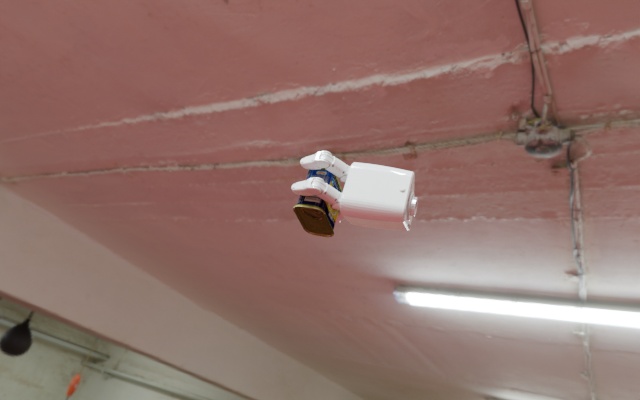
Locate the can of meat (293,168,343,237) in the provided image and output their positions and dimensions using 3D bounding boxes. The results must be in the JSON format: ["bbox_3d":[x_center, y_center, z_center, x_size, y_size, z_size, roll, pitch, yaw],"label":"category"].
[{"bbox_3d":[0.000,0.003,0.835,0.057,0.084,0.102,7,-29,20],"label":"can of meat"}]
